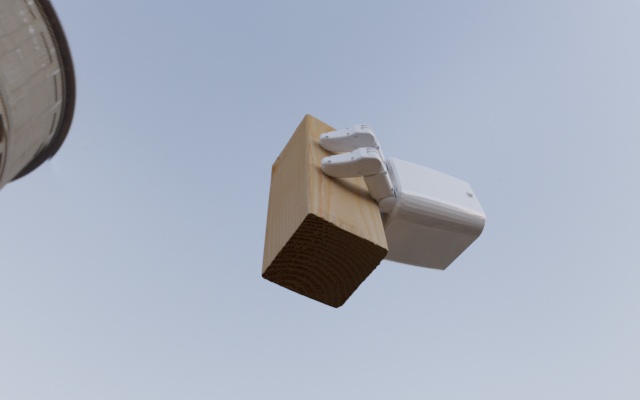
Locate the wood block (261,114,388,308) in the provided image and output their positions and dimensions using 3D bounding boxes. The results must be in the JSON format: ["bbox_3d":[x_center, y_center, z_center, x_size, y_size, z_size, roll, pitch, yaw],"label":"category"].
[{"bbox_3d":[0.000,0.002,0.525,0.090,0.091,0.206,26,29,-18],"label":"wood block"}]
